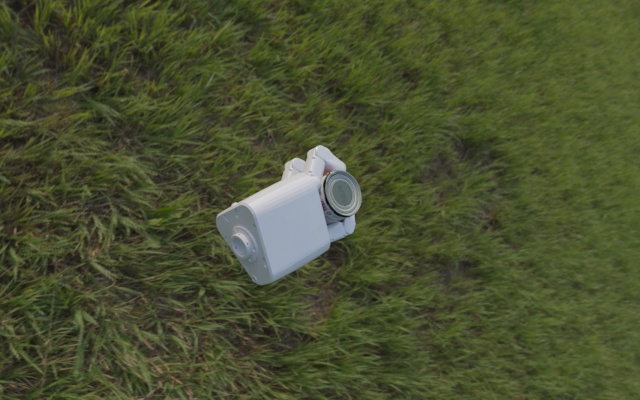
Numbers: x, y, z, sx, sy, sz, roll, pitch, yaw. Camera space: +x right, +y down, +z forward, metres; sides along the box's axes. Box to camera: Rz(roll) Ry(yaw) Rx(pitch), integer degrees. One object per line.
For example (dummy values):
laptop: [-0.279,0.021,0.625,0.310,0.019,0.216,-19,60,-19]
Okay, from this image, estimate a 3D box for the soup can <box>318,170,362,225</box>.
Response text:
soup can: [0.001,0.002,0.676,0.068,0.068,0.102,0,-14,-39]
